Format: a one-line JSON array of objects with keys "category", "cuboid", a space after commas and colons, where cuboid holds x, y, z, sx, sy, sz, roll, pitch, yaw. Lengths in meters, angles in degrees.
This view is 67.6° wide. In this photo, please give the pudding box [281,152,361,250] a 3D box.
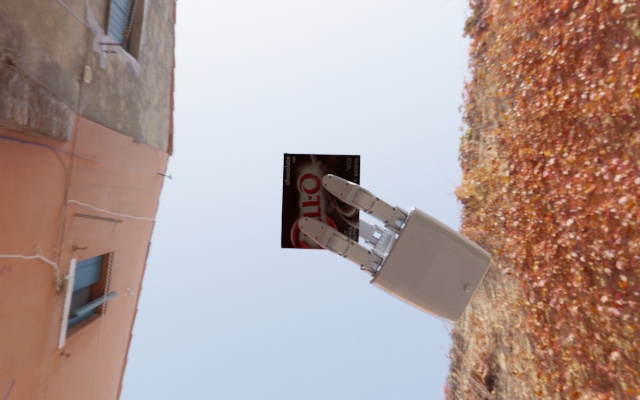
[{"category": "pudding box", "cuboid": [0.000, 0.002, 0.560, 0.090, 0.113, 0.039, 1, -1, -1]}]
